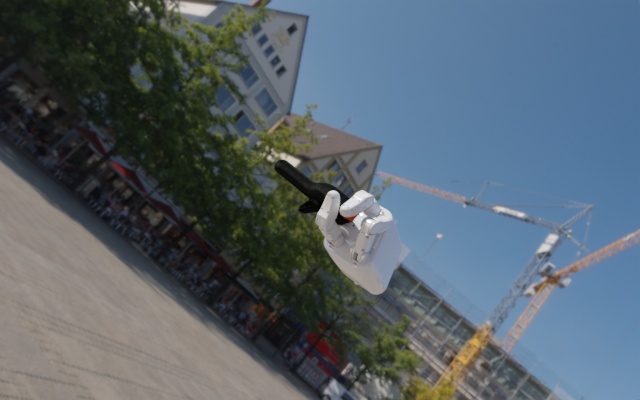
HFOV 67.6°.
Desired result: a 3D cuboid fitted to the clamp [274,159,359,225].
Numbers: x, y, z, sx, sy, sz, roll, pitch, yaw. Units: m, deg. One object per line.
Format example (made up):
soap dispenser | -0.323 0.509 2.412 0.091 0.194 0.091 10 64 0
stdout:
clamp | 0.001 0.002 0.788 0.171 0.039 0.120 31 -18 36
